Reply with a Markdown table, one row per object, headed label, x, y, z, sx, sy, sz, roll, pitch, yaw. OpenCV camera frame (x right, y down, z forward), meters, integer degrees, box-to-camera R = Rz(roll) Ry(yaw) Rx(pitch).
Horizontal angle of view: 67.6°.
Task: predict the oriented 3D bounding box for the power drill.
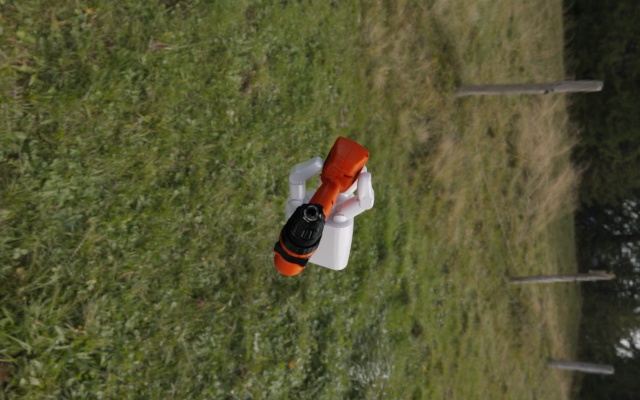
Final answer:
| label | x | y | z | sx | sy | sz | roll | pitch | yaw |
| --- | --- | --- | --- | --- | --- | --- | --- | --- | --- |
| power drill | 0.000 | 0.002 | 0.659 | 0.057 | 0.187 | 0.184 | 31 | -29 | 1 |
